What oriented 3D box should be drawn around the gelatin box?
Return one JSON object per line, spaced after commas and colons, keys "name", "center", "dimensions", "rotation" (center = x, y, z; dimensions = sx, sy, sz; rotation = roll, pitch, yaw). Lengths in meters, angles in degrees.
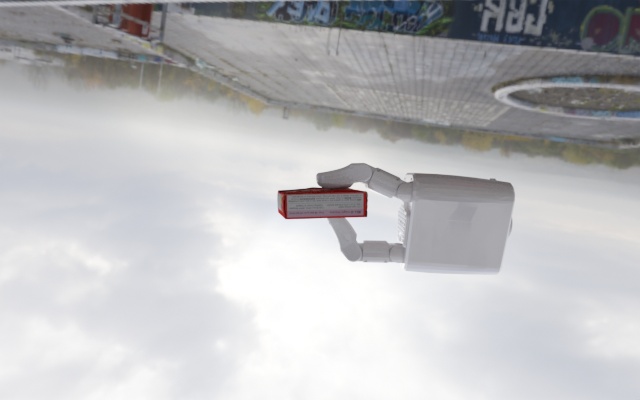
{"name": "gelatin box", "center": [0.000, 0.002, 0.521], "dimensions": [0.089, 0.030, 0.073], "rotation": [-2, 5, -10]}
